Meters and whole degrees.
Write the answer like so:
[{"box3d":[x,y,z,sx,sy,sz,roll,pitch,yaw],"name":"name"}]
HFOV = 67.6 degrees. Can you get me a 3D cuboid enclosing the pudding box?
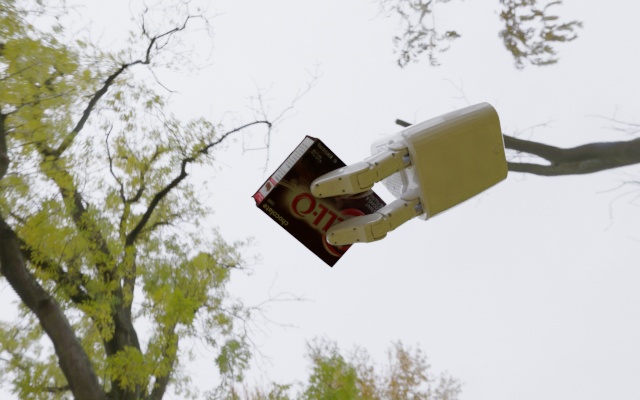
[{"box3d":[0.000,0.002,0.491,0.113,0.090,0.039,41,-1,-24],"name":"pudding box"}]
